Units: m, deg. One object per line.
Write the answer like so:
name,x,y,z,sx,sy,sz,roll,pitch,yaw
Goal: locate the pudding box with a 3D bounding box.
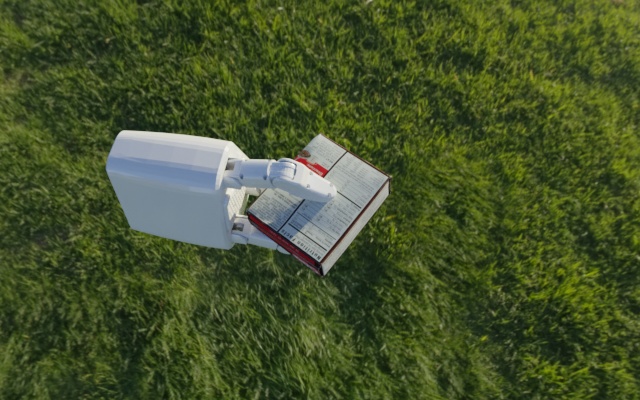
pudding box,0.000,0.001,0.453,0.090,0.113,0.039,35,-18,18
